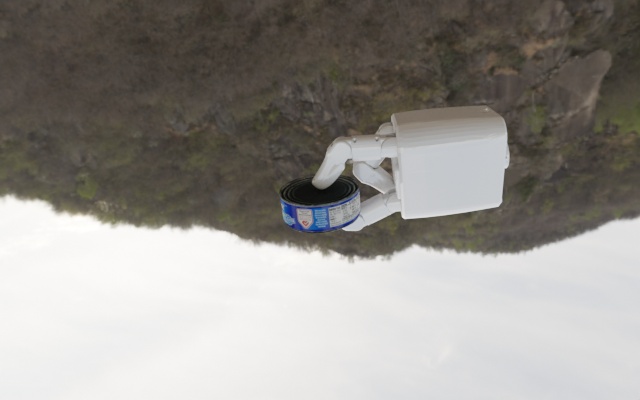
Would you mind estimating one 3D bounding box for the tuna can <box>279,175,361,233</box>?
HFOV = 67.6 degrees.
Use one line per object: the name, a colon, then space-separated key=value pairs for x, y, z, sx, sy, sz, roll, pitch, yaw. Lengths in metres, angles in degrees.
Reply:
tuna can: x=0.000 y=0.002 z=0.514 sx=0.086 sy=0.034 sz=0.086 roll=-5 pitch=23 yaw=2
